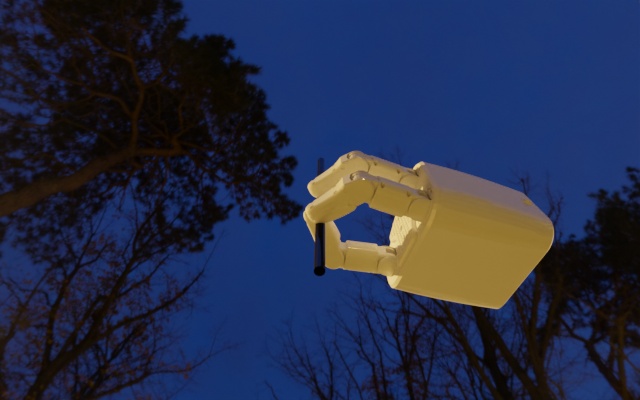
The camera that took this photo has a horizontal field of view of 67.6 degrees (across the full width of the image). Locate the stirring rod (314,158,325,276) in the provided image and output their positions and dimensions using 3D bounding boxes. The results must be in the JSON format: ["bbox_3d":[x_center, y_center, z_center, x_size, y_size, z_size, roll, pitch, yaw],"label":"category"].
[{"bbox_3d":[0.000,0.002,0.436,0.011,0.011,0.239,0,23,0],"label":"stirring rod"}]
